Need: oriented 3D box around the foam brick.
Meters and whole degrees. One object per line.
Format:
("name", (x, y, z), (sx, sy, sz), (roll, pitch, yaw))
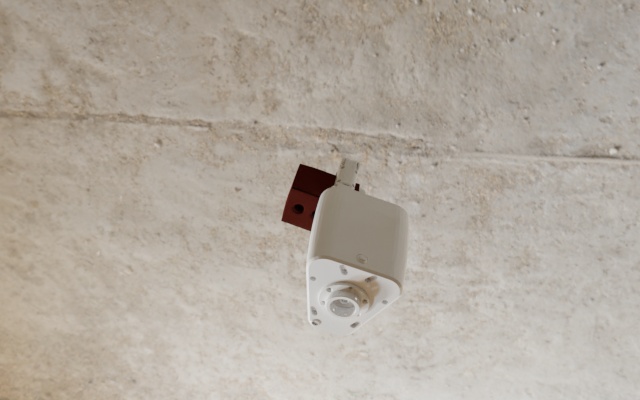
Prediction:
("foam brick", (0.000, 0.002, 0.554), (0.078, 0.053, 0.051), (19, 39, -3))
